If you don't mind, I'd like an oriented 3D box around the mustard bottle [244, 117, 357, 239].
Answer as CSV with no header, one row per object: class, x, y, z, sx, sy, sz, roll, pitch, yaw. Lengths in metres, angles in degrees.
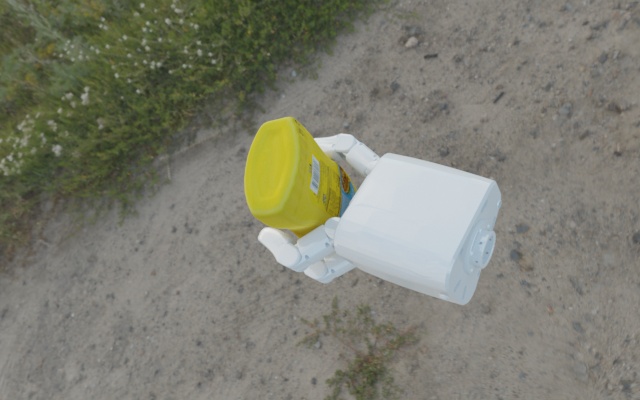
mustard bottle,0.000,0.001,0.487,0.058,0.096,0.192,-9,-25,26
